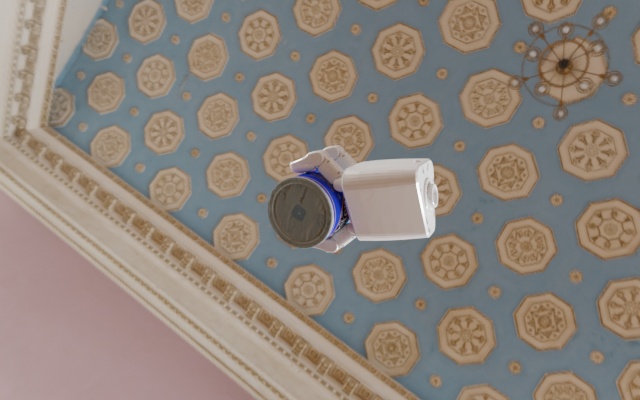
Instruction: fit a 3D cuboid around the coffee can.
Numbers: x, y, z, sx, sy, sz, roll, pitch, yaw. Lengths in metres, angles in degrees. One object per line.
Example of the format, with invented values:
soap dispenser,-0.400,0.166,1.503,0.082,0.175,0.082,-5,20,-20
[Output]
coffee can,0.000,0.002,0.723,0.103,0.103,0.140,0,13,27
